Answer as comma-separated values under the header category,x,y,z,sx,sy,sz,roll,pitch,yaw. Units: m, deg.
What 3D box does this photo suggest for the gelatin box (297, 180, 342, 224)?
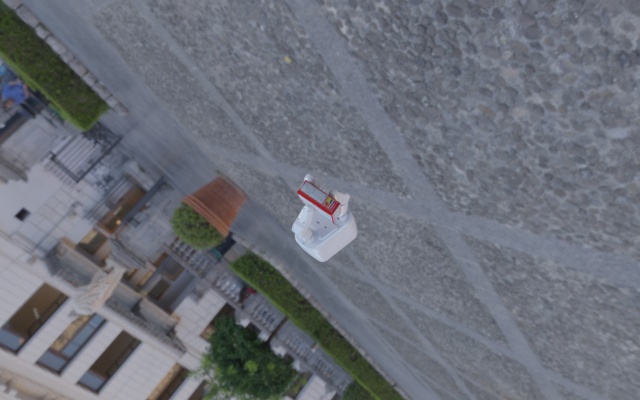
category,x,y,z,sx,sy,sz,roll,pitch,yaw
gelatin box,0.000,0.003,0.838,0.073,0.030,0.089,35,-7,10
